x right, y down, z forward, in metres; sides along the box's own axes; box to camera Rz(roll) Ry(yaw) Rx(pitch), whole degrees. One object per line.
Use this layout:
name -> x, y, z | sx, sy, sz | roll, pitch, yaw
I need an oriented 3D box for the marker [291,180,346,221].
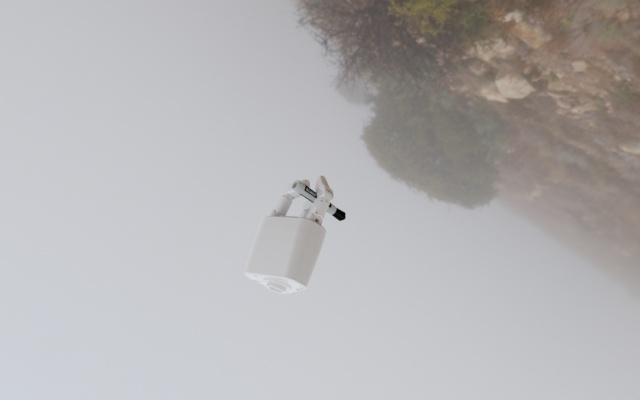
marker -> 0.000, 0.003, 0.818 | 0.121, 0.020, 0.020 | 35, -20, -32
